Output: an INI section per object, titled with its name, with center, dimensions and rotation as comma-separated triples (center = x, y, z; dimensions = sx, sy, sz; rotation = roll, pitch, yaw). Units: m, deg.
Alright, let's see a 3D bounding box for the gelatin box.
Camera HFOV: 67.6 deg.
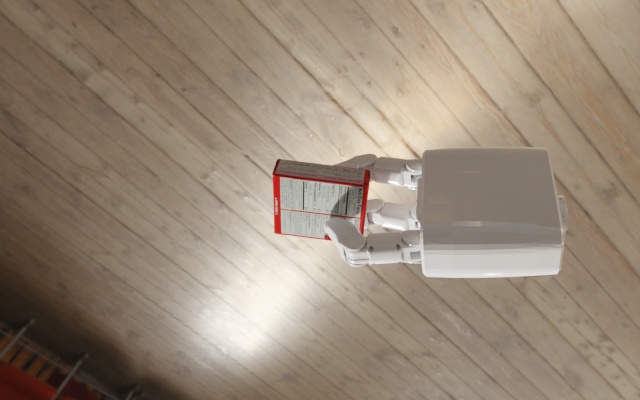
[gelatin box]
center = 0.000, 0.002, 0.455
dimensions = 0.089, 0.073, 0.030
rotation = 6, 39, 5
